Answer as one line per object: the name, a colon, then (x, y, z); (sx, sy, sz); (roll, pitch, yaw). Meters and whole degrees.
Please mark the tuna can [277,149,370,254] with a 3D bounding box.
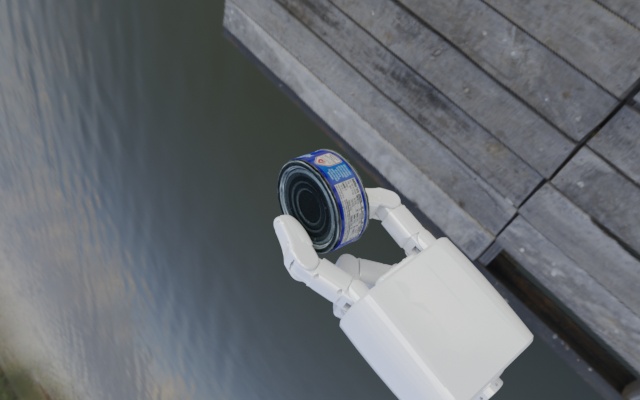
tuna can: (0.000, 0.001, 0.407); (0.033, 0.086, 0.086); (-22, 13, -34)
